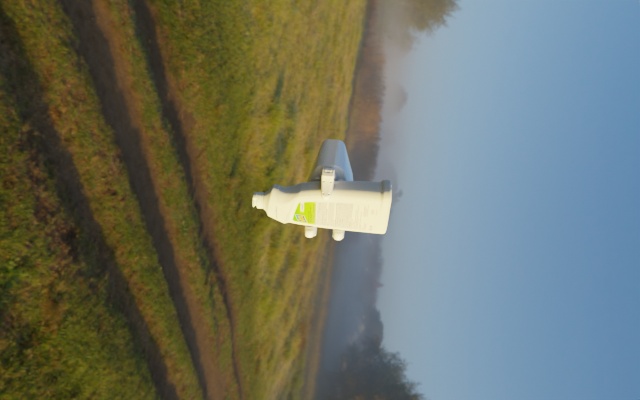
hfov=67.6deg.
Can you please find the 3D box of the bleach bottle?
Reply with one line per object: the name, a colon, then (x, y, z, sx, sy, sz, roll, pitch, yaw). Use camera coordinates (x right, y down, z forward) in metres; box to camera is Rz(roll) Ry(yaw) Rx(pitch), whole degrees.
bleach bottle: (0.000, 0.003, 0.885, 0.251, 0.103, 0.068, 5, 37, 3)
